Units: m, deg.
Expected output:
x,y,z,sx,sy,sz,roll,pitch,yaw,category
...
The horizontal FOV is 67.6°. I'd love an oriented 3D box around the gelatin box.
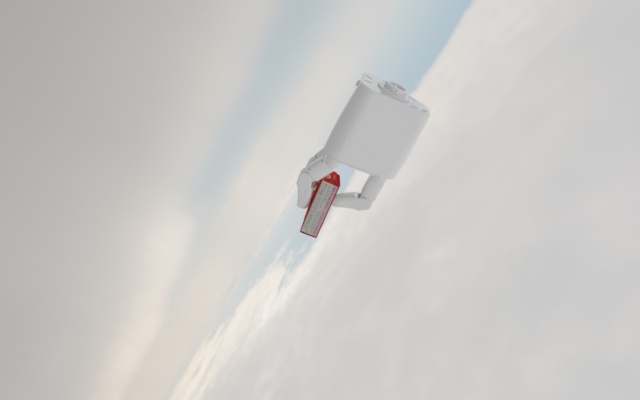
x,y,z,sx,sy,sz,roll,pitch,yaw,category
0.000,0.003,0.706,0.030,0.089,0.073,22,14,-3,gelatin box
